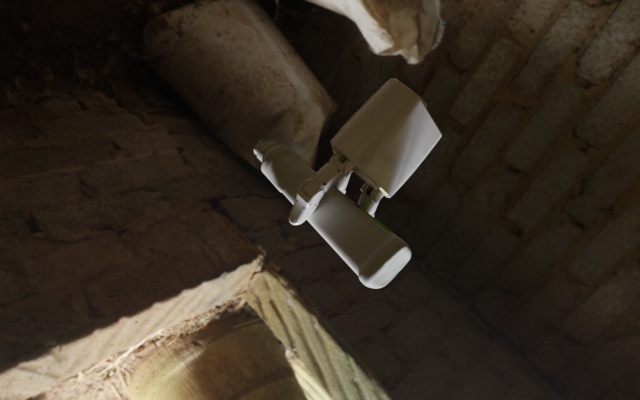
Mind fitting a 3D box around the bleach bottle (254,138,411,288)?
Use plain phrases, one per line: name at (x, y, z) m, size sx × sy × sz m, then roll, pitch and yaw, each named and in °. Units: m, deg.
bleach bottle at (0.000, 0.002, 0.607) m, size 0.250 × 0.068 × 0.102 m, roll 43°, pitch 2°, yaw 22°
